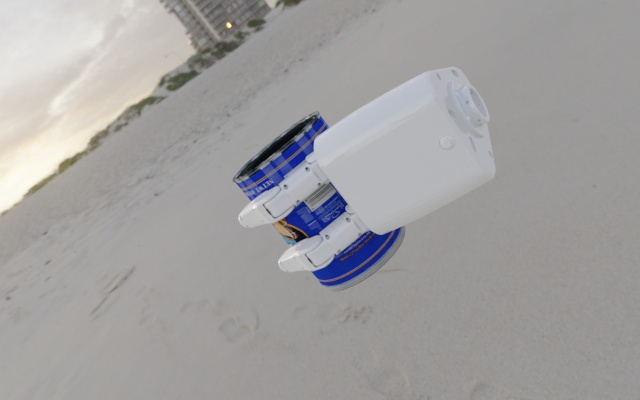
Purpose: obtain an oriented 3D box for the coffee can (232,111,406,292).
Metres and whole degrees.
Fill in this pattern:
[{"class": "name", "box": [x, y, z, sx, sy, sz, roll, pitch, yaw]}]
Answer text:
[{"class": "coffee can", "box": [0.000, 0.002, 0.460, 0.103, 0.140, 0.102, -36, 15, 11]}]
